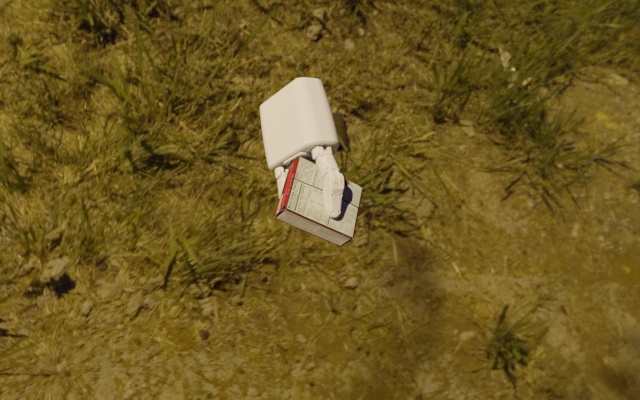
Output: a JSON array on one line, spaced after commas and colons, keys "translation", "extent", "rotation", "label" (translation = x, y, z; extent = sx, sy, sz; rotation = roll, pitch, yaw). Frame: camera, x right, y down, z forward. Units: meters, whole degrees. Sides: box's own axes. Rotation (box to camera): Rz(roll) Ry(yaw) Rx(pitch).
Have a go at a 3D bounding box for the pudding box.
[{"translation": [0.000, 0.002, 0.673], "extent": [0.113, 0.090, 0.039], "rotation": [24, -31, -18], "label": "pudding box"}]
